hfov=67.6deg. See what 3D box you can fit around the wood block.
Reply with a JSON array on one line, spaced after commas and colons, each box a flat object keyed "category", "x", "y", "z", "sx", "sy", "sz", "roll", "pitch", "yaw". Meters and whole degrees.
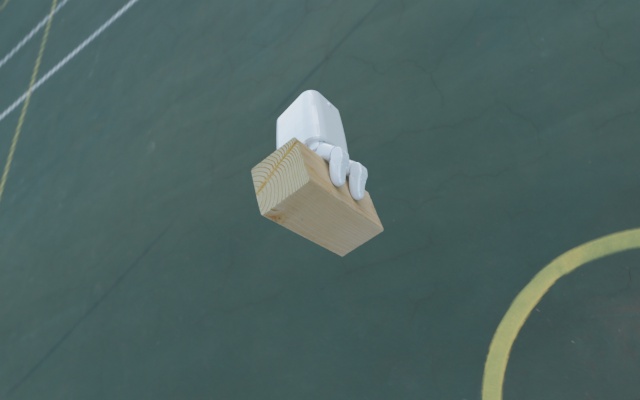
[{"category": "wood block", "x": 0.000, "y": 0.002, "z": 0.745, "sx": 0.091, "sy": 0.090, "sz": 0.206, "roll": -34, "pitch": -39, "yaw": 20}]
